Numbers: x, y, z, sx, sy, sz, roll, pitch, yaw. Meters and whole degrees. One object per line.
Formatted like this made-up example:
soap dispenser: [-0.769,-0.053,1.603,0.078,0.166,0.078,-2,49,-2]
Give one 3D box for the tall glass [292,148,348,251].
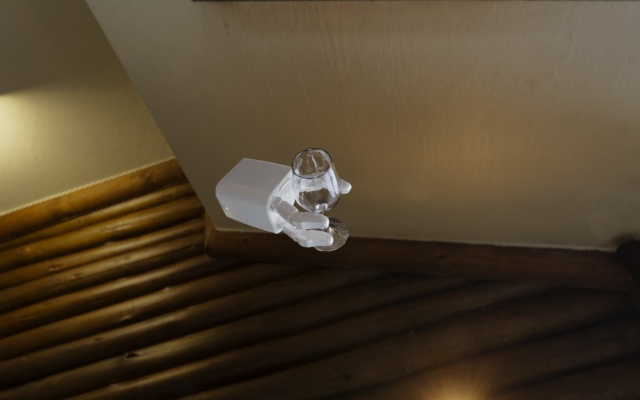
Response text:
tall glass: [0.000,0.003,0.799,0.079,0.079,0.201,0,-36,9]
